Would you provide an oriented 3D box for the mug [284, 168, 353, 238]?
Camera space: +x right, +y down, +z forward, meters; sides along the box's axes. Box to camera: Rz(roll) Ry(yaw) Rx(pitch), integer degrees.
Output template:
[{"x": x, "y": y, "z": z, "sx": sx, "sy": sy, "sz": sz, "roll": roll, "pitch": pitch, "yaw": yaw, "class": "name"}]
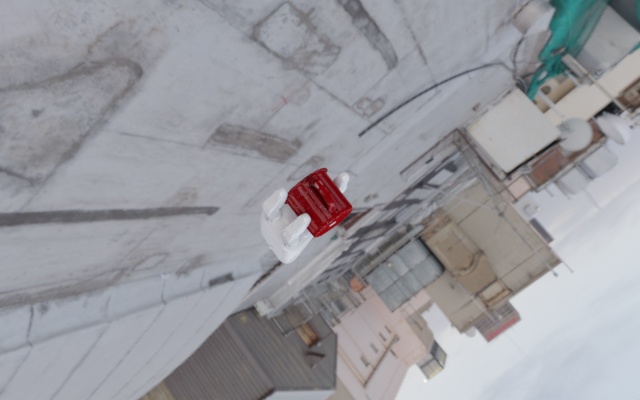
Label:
[{"x": 0.001, "y": 0.002, "z": 0.771, "sx": 0.093, "sy": 0.081, "sz": 0.117, "roll": -35, "pitch": -11, "yaw": -18, "class": "mug"}]
